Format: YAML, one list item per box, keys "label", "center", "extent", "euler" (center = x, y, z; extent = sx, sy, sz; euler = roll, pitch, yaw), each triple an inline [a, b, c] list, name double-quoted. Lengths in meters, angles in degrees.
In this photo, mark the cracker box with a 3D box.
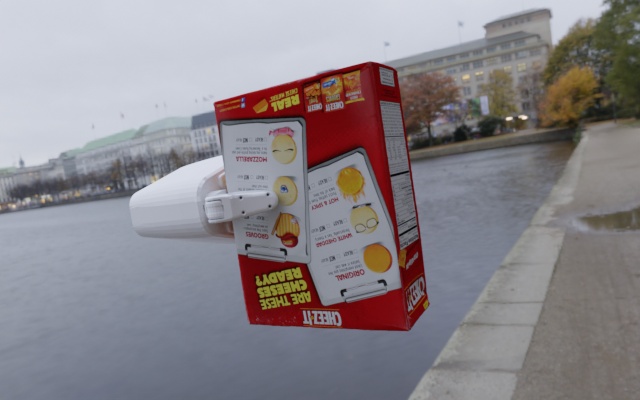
- label: "cracker box"
  center: [0.000, 0.001, 0.432]
  extent: [0.164, 0.214, 0.072]
  euler: [-6, 5, 31]
